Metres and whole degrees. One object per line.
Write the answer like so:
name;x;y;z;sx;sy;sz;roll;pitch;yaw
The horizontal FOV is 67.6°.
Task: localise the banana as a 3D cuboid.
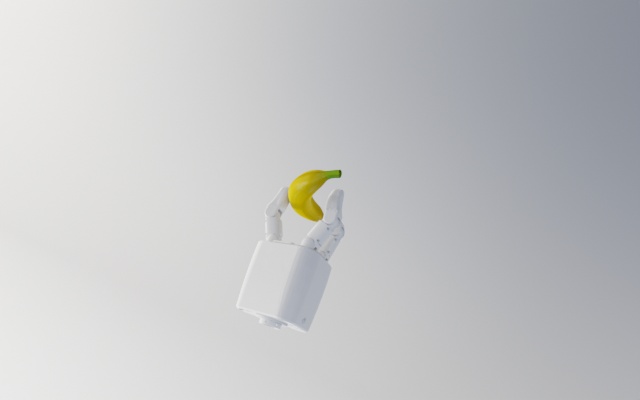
banana;-0.017;-0.003;0.748;0.069;0.037;0.198;15;-20;-3
